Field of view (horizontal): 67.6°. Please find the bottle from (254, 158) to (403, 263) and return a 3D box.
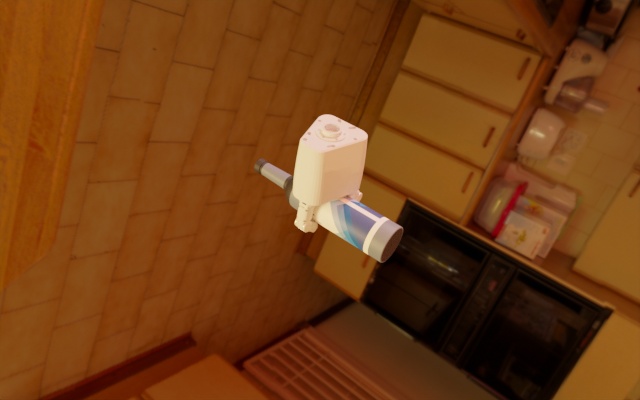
[{"bbox_3d":[0.000,0.003,0.826,0.295,0.069,0.069,31,14,25],"label":"bottle"}]
